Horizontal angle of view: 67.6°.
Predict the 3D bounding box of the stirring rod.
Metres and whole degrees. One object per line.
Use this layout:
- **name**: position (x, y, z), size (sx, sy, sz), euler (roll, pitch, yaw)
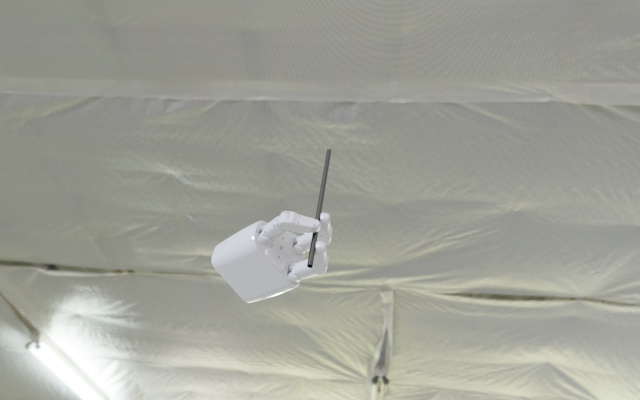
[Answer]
- **stirring rod**: position (0.000, 0.002, 0.733), size (0.011, 0.239, 0.011), euler (5, -43, 5)
